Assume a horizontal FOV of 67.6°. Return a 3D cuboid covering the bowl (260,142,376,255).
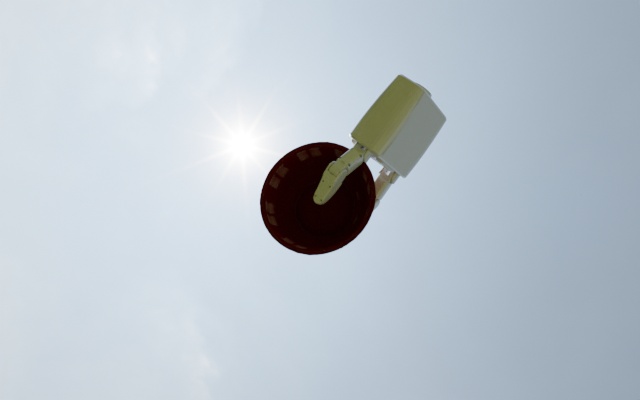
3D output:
[{"bbox_3d":[-0.001,0.003,0.667,0.162,0.162,0.055,0,-18,14],"label":"bowl"}]
